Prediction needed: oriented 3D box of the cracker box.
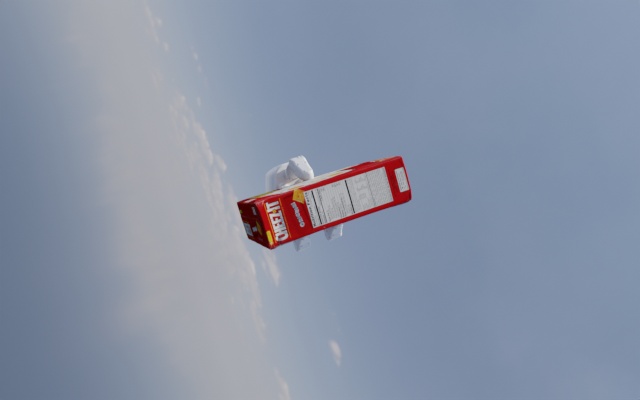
[{"bbox_3d":[0.000,0.002,0.692,0.213,0.072,0.164,-18,5,-17],"label":"cracker box"}]
